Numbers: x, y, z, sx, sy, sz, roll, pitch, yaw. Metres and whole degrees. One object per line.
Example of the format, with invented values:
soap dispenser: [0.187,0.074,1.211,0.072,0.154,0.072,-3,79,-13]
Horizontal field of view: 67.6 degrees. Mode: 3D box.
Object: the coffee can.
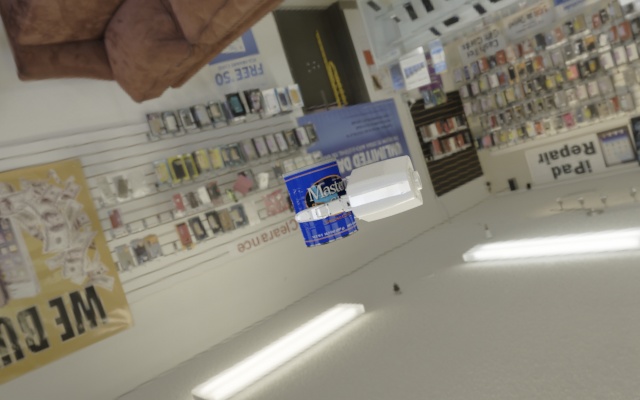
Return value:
coffee can: [0.000,0.003,0.873,0.103,0.140,0.103,-18,3,1]
